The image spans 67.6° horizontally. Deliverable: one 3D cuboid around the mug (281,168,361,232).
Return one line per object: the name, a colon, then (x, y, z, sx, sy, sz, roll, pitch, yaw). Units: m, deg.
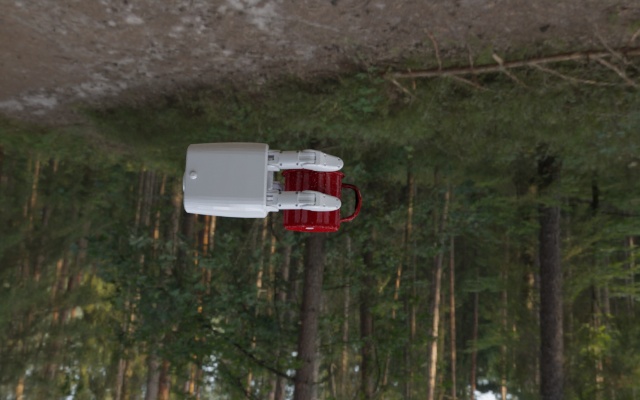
mug: (0.002, 0.003, 0.688, 0.117, 0.081, 0.093, 2, -9, -1)
